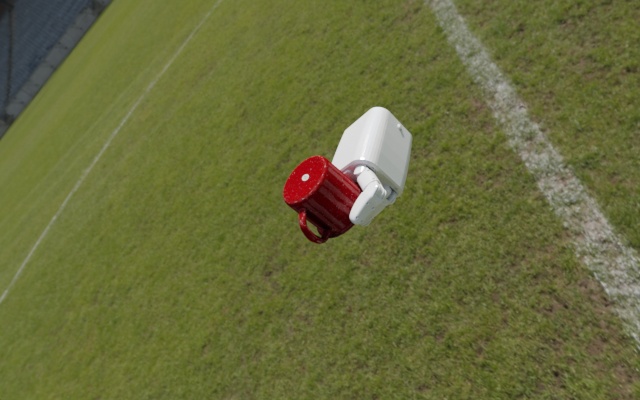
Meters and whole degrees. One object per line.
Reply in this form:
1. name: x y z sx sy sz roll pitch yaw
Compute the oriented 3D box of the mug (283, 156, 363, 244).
1. mug: 0.000 0.003 0.650 0.093 0.117 0.081 -14 -43 43
